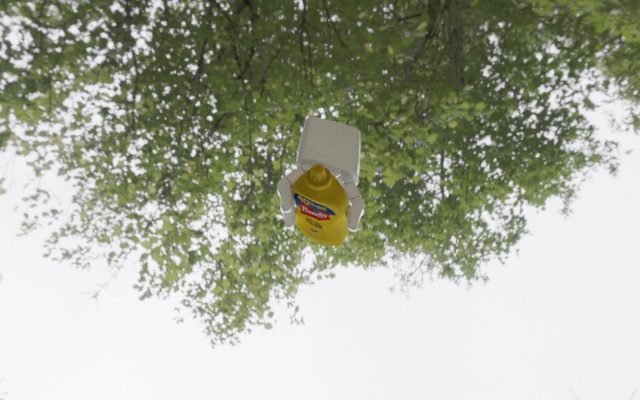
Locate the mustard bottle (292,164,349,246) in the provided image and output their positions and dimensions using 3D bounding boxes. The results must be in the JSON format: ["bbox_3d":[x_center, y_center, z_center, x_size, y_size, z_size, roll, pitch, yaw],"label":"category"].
[{"bbox_3d":[0.000,0.003,0.799,0.096,0.058,0.192,26,-28,18],"label":"mustard bottle"}]
